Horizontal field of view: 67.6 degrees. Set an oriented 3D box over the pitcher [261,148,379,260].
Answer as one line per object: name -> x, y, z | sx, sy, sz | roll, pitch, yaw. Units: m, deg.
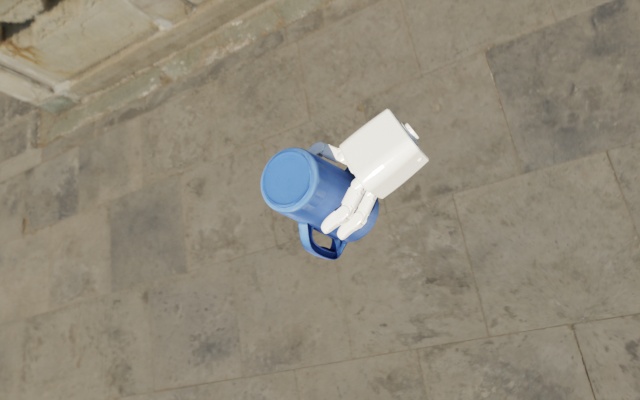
pitcher -> 0.000, 0.003, 0.849 | 0.145, 0.149, 0.243 | -38, -27, 15
